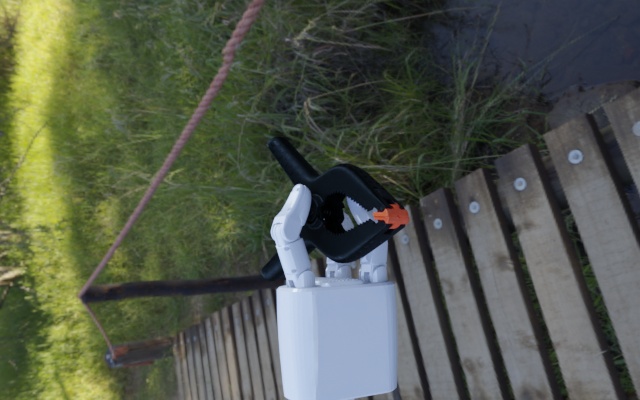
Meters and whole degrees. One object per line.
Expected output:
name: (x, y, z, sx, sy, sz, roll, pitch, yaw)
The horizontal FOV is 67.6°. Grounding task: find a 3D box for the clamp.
clamp: (0.000, 0.002, 0.482, 0.036, 0.164, 0.210, 2, -6, -38)
